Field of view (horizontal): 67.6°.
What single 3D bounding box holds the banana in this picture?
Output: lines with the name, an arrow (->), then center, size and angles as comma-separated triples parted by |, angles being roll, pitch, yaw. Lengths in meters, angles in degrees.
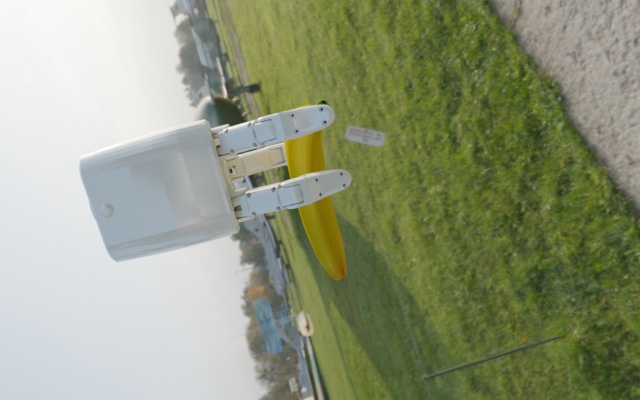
banana -> -0.006, -0.011, 0.460 | 0.037, 0.198, 0.069 | -16, 36, -10
